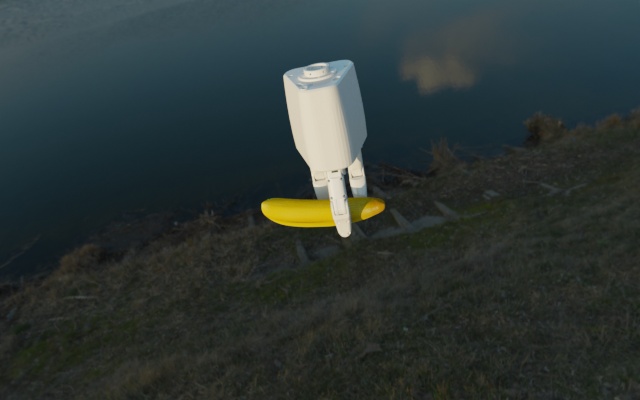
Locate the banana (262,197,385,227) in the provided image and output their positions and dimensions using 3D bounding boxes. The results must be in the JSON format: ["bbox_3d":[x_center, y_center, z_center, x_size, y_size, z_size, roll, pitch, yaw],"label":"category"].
[{"bbox_3d":[-0.011,0.011,0.676,0.198,0.037,0.069,3,30,27],"label":"banana"}]
